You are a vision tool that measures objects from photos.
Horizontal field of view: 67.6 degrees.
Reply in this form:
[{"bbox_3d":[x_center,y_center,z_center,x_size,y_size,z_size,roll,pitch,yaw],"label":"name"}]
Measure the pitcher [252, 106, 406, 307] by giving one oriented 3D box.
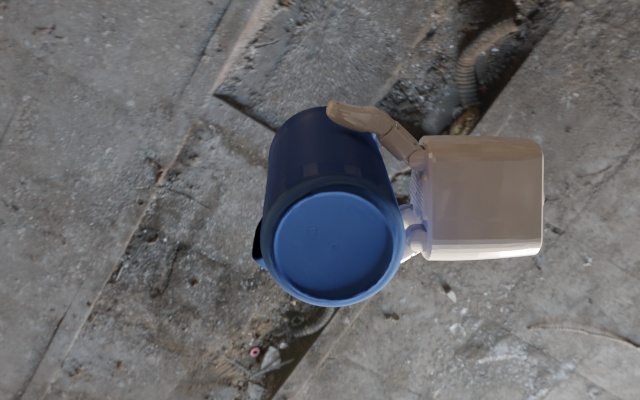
[{"bbox_3d":[0.000,0.001,0.458,0.145,0.149,0.242,1,20,-1],"label":"pitcher"}]
